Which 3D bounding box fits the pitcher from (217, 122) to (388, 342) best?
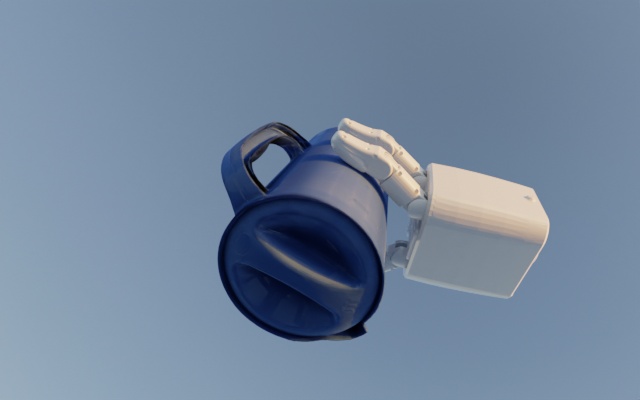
[{"bbox_3d":[0.000,0.002,0.465,0.145,0.149,0.242,12,27,6],"label":"pitcher"}]
